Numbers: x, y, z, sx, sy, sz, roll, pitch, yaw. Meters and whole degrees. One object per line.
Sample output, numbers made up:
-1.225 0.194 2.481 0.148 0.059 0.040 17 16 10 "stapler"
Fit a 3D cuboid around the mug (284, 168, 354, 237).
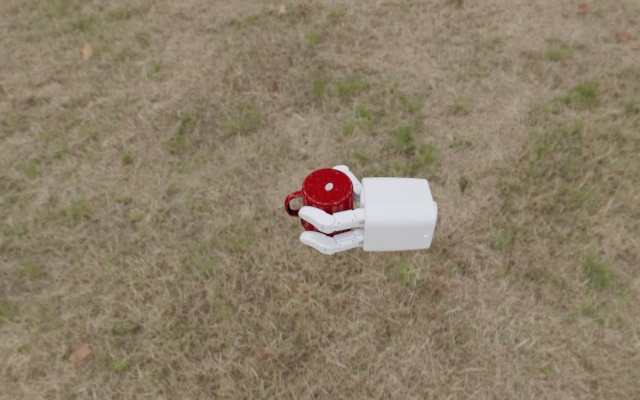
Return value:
-0.001 0.002 0.771 0.117 0.093 0.082 -2 -40 0 "mug"
